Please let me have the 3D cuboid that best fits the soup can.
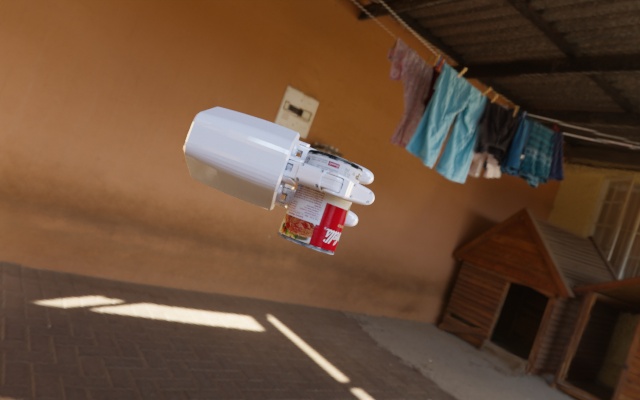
[{"bbox_3d":[0.001,0.002,0.538,0.068,0.102,0.068,20,-2,1],"label":"soup can"}]
